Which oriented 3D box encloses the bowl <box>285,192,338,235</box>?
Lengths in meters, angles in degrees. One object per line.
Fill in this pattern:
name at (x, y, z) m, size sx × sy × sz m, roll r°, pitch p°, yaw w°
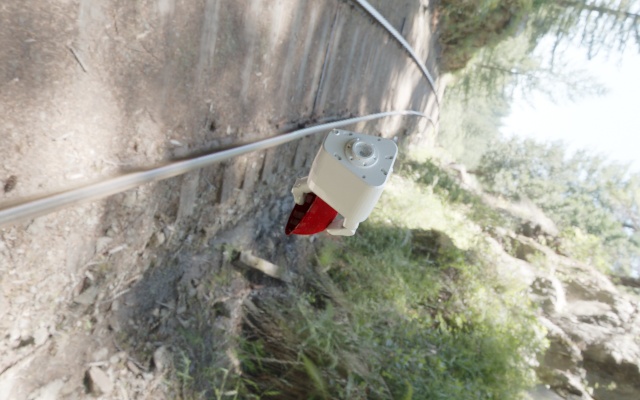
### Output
bowl at (0.000, 0.003, 0.850) m, size 0.055 × 0.162 × 0.162 m, roll 30°, pitch -7°, yaw -11°
